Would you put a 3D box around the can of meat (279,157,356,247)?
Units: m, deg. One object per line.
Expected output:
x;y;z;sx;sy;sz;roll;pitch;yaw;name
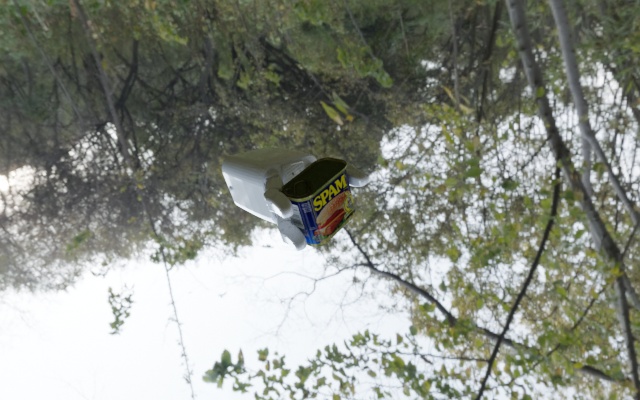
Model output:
0.000;0.002;0.664;0.057;0.084;0.102;15;43;40;can of meat
